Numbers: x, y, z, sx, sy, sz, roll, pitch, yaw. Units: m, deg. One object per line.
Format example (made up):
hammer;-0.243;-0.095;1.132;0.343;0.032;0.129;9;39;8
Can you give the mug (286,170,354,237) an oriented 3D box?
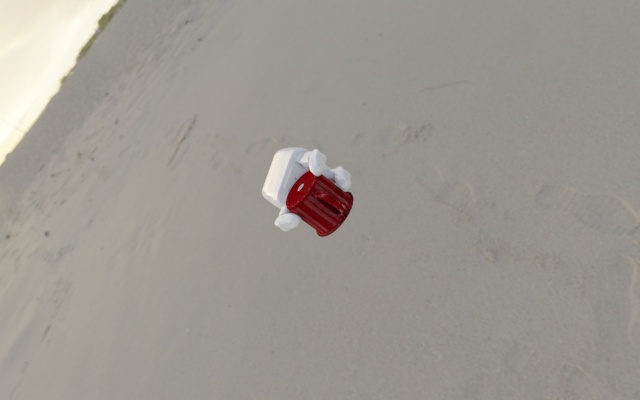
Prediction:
mug;0.001;0.003;0.797;0.081;0.093;0.117;37;-10;-23
